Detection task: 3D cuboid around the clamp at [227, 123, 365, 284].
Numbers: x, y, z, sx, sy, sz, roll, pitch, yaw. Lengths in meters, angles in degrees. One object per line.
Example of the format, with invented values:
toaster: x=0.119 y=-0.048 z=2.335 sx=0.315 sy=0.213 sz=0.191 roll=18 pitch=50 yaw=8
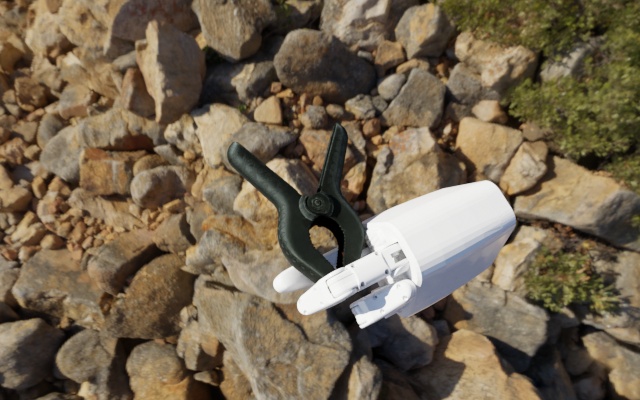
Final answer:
clamp: x=0.000 y=0.001 z=0.442 sx=0.120 sy=0.171 sz=0.039 roll=-24 pitch=-14 yaw=-16
